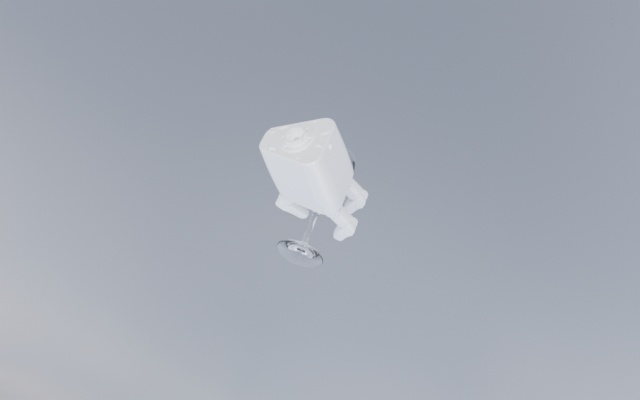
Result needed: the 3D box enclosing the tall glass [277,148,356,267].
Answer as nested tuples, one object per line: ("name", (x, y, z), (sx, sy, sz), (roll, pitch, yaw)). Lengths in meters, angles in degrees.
("tall glass", (0.000, 0.003, 0.768), (0.079, 0.201, 0.079), (15, -33, 10))
